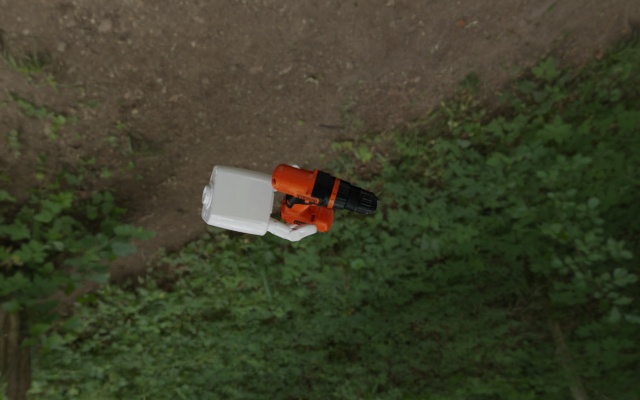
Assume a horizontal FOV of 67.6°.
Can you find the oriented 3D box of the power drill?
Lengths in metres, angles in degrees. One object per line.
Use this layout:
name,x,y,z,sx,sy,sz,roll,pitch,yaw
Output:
power drill,0.000,0.003,0.864,0.184,0.057,0.188,18,-21,-2
